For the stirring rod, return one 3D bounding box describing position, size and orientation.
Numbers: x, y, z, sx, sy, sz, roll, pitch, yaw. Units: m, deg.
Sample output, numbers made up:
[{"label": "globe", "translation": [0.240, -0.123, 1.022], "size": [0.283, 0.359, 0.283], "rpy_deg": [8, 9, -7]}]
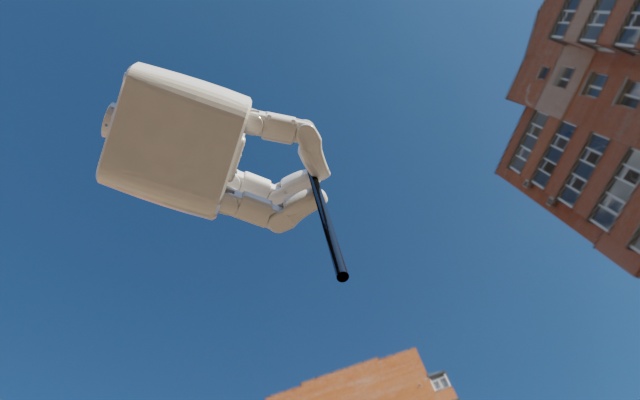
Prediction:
[{"label": "stirring rod", "translation": [0.000, 0.001, 0.407], "size": [0.011, 0.011, 0.239], "rpy_deg": [0, 23, -7]}]
